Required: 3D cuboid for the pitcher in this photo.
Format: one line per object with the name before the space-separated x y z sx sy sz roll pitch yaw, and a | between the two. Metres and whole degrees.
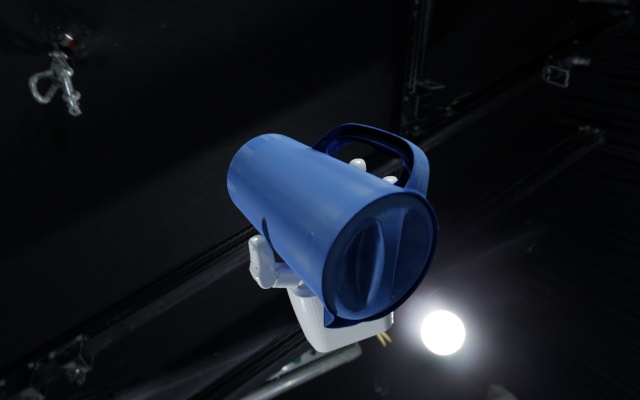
pitcher | 0.000 0.002 0.508 0.149 0.145 0.242 -29 37 -21
